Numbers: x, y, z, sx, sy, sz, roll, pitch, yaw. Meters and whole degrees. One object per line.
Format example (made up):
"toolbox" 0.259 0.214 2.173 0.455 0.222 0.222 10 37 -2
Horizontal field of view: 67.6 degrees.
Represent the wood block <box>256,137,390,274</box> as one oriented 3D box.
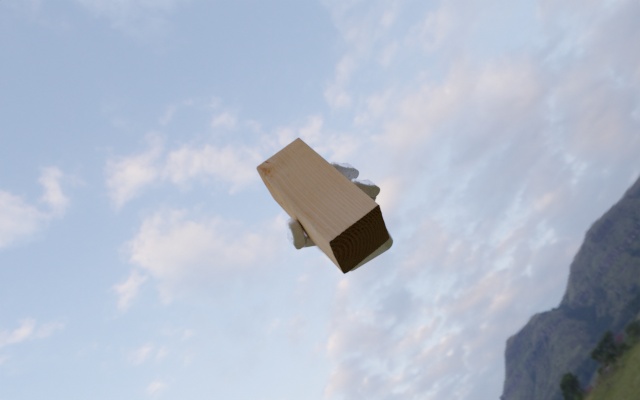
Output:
"wood block" 0.000 0.003 0.736 0.091 0.090 0.206 -37 49 -11
